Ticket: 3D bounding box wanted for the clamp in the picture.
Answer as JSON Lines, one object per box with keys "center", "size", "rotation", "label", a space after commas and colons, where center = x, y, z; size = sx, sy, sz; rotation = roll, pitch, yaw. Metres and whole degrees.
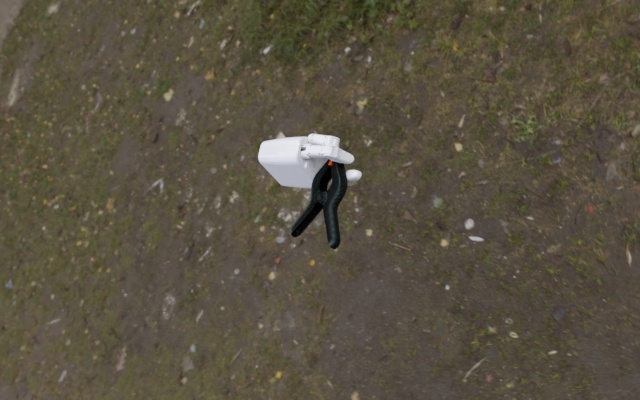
{"center": [0.000, 0.003, 0.894], "size": [0.120, 0.171, 0.039], "rotation": [2, -15, 37], "label": "clamp"}
